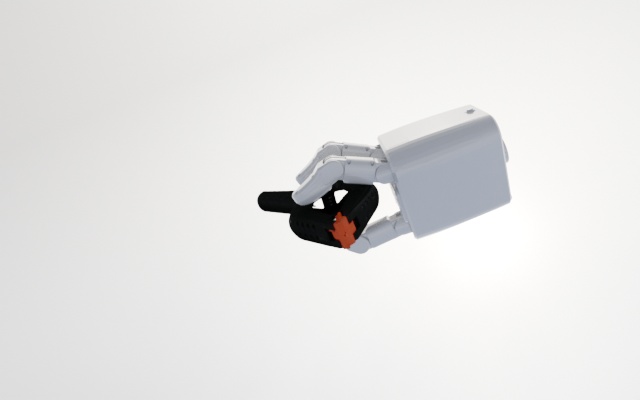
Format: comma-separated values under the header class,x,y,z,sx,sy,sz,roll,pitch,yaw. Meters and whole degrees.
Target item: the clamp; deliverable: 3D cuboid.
class,x,y,z,sx,sy,sz,roll,pitch,yaw
clamp,0.001,0.002,0.510,0.164,0.036,0.210,-22,19,7
